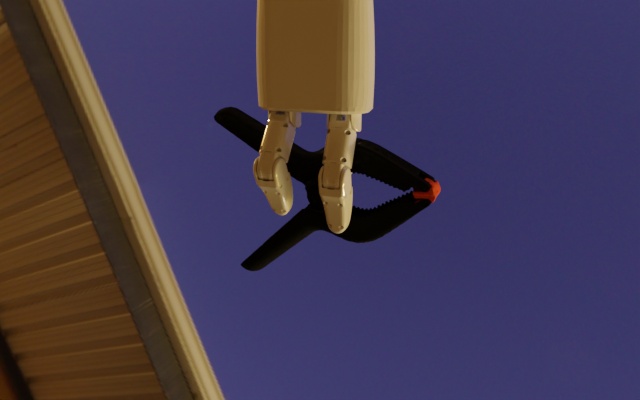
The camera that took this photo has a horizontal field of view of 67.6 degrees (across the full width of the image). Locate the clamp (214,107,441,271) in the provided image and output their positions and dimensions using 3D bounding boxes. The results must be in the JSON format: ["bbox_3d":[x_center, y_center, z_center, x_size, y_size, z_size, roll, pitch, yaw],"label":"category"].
[{"bbox_3d":[0.001,0.001,0.437,0.210,0.165,0.036,7,21,22],"label":"clamp"}]
